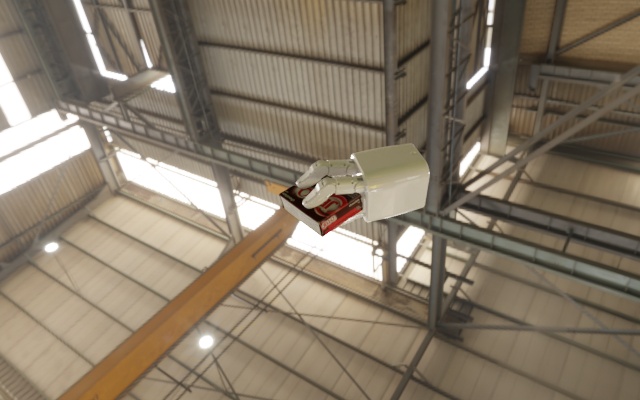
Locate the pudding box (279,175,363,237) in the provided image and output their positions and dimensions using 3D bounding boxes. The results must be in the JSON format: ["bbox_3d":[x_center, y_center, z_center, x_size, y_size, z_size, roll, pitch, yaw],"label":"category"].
[{"bbox_3d":[0.000,0.003,0.791,0.090,0.039,0.113,-32,41,-25],"label":"pudding box"}]
